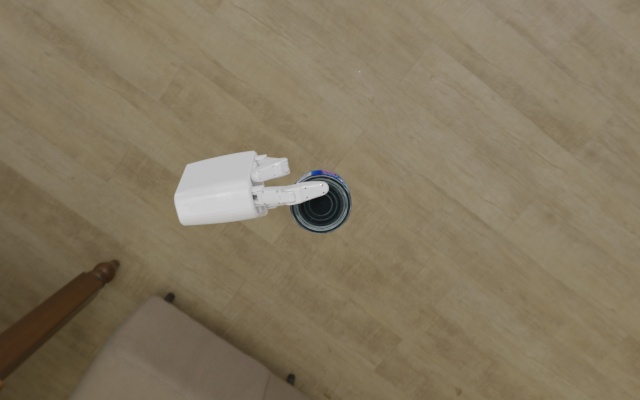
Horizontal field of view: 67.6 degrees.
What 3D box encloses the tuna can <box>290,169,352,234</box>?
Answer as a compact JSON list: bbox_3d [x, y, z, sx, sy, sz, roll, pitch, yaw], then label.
[{"bbox_3d":[0.000,0.002,0.659,0.086,0.086,0.033,0,14,-1],"label":"tuna can"}]
